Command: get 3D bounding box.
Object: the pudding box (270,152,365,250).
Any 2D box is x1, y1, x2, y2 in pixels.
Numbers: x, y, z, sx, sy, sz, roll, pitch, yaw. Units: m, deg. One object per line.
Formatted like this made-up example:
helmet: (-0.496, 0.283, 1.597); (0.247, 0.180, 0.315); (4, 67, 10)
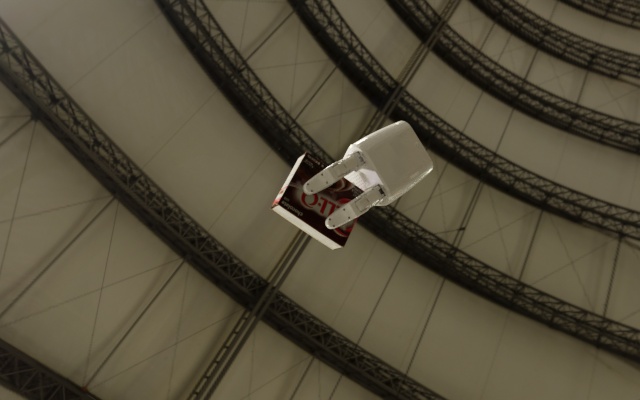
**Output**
pudding box: (0.000, 0.002, 0.662); (0.113, 0.090, 0.039); (33, -25, -13)
